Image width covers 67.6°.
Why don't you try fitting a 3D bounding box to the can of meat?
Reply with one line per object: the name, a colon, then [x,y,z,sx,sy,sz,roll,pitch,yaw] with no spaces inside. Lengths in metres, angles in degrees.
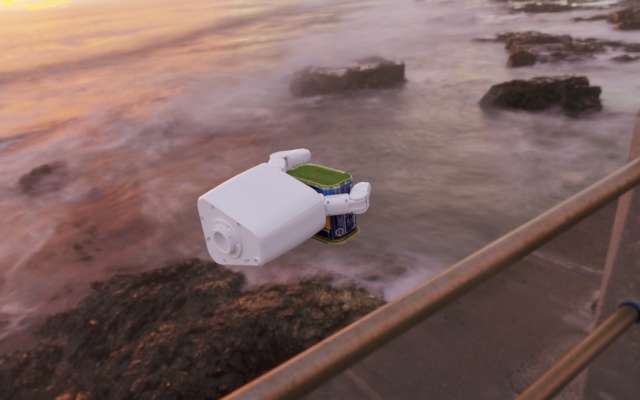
can of meat: [0.000,0.002,0.644,0.102,0.084,0.057,17,34,41]
